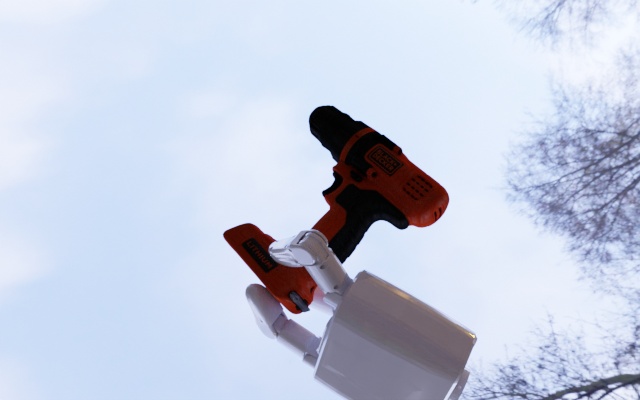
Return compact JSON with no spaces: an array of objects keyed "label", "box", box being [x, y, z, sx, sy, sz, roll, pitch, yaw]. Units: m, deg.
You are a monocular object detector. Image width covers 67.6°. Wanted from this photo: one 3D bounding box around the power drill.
[{"label":"power drill","box":[0.000,0.002,0.468,0.184,0.187,0.057,43,-9,33]}]
